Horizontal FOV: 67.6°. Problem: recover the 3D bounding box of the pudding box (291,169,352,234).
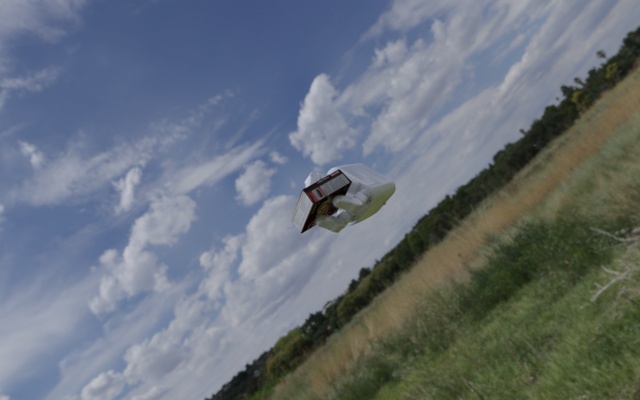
[{"bbox_3d":[0.000,0.003,0.863,0.090,0.039,0.114,-31,-21,-28],"label":"pudding box"}]
